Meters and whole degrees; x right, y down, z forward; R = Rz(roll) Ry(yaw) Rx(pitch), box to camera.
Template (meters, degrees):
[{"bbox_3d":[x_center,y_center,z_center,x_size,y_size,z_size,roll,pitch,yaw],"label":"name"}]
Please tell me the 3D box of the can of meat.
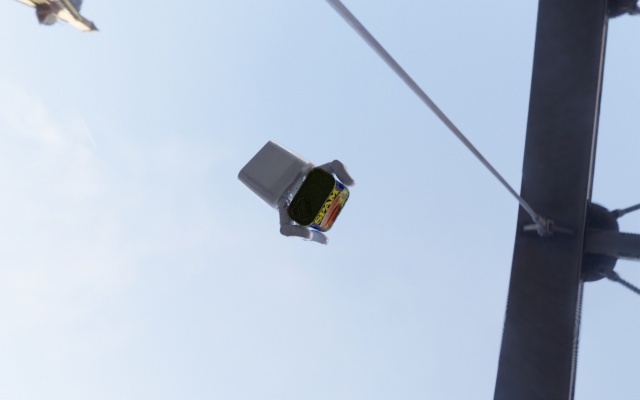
[{"bbox_3d":[0.000,0.003,0.844,0.057,0.102,0.084,32,1,27],"label":"can of meat"}]
